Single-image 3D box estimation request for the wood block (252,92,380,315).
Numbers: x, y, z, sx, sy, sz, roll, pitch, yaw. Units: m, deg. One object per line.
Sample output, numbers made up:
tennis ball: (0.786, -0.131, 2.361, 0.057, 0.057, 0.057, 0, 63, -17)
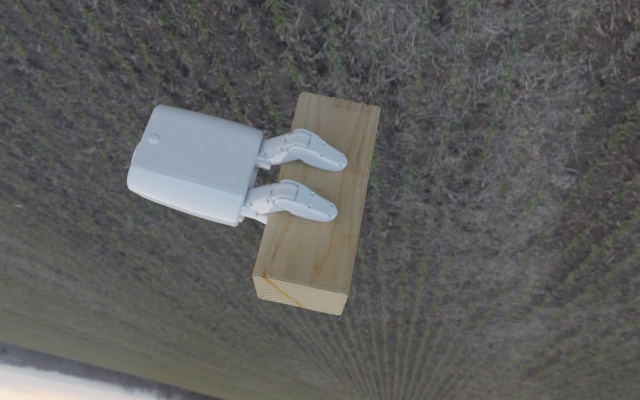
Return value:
wood block: (0.000, 0.002, 0.501, 0.090, 0.206, 0.091, 11, -25, 2)
